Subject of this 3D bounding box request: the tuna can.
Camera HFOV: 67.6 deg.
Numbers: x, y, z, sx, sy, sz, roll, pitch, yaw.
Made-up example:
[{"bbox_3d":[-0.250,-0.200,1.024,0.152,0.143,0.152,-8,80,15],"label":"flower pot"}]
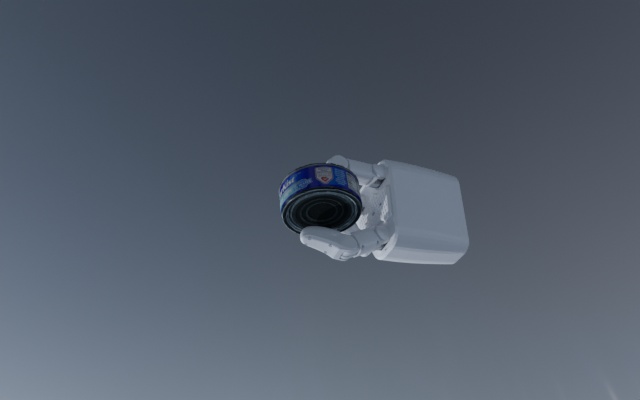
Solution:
[{"bbox_3d":[0.000,0.002,0.496,0.086,0.033,0.086,-4,-38,-3],"label":"tuna can"}]
